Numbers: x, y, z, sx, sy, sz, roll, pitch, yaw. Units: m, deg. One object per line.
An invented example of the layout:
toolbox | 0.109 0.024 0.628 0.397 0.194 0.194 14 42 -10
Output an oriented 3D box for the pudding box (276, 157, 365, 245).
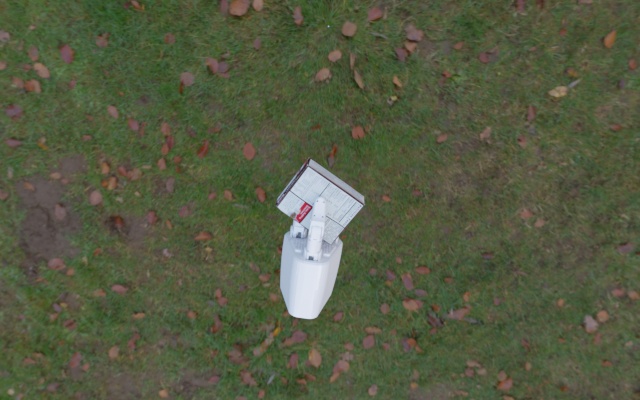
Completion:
pudding box | 0.000 0.003 0.745 0.113 0.090 0.039 35 19 -12
